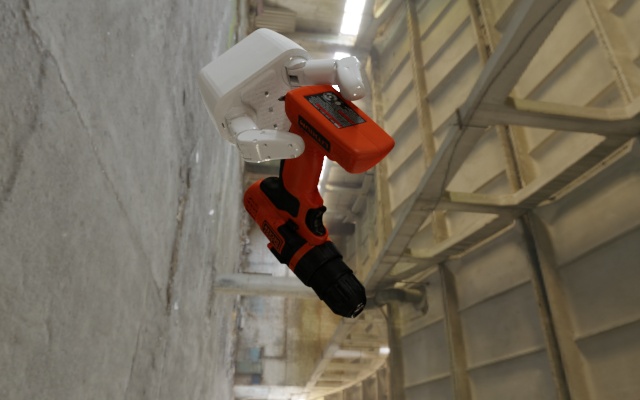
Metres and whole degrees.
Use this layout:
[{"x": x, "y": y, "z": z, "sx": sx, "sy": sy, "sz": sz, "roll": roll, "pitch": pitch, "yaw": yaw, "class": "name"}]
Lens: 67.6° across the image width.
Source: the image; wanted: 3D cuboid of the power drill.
[{"x": 0.000, "y": 0.001, "z": 0.458, "sx": 0.057, "sy": 0.188, "sz": 0.184, "roll": -22, "pitch": 57, "yaw": -40, "class": "power drill"}]
